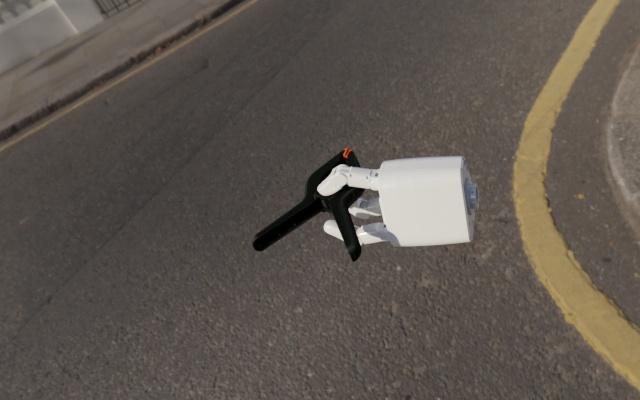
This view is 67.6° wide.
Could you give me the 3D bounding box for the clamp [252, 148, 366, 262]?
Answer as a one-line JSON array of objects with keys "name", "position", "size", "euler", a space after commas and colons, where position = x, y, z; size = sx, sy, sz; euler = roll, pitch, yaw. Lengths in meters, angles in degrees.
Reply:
[{"name": "clamp", "position": [0.000, 0.001, 0.693], "size": [0.164, 0.209, 0.036], "euler": [-2, -46, 24]}]
